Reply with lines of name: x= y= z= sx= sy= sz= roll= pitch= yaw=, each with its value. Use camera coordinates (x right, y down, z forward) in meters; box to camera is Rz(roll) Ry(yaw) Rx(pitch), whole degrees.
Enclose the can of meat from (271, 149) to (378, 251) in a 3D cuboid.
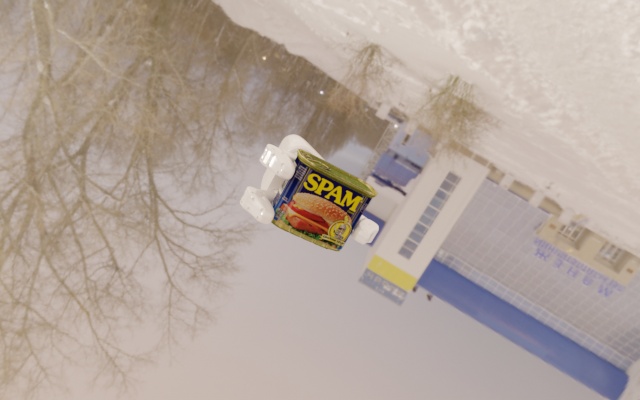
can of meat: x=0.000 y=0.002 z=0.553 sx=0.102 sy=0.084 sz=0.057 roll=26 pitch=13 yaw=-17
